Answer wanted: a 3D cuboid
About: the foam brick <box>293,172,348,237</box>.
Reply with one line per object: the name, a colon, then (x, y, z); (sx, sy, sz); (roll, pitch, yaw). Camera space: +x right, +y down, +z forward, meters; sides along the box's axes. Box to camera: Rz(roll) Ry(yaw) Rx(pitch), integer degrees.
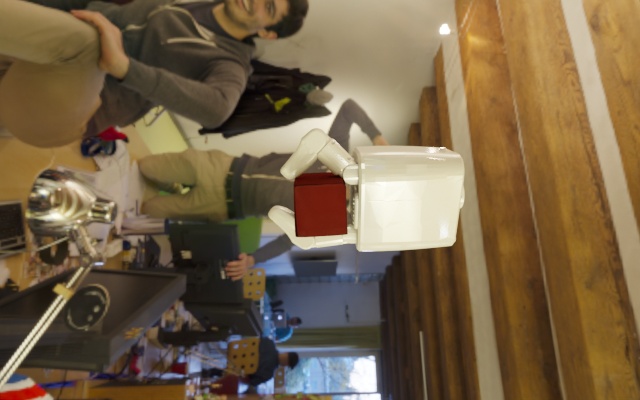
foam brick: (0.000, 0.002, 0.489); (0.051, 0.053, 0.078); (-2, 13, 0)
